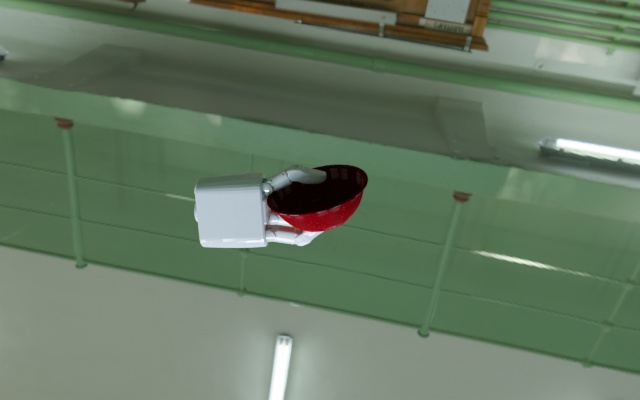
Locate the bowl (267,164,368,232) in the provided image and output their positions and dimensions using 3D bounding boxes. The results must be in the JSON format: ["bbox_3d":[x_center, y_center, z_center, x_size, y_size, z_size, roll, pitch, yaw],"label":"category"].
[{"bbox_3d":[0.001,0.003,0.749,0.162,0.055,0.162,-13,26,6],"label":"bowl"}]
